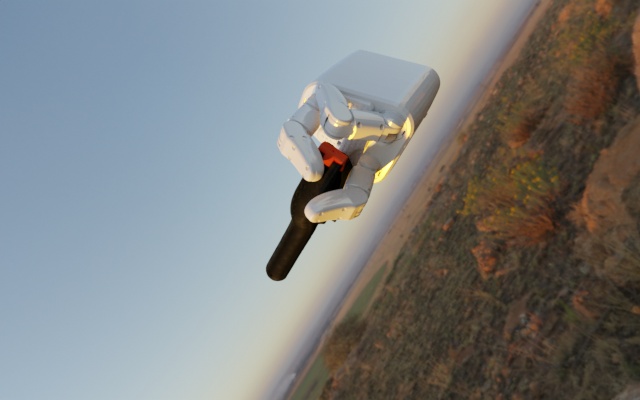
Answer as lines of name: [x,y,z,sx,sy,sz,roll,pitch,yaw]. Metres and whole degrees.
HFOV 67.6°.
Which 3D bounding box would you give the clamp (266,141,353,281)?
clamp: [0.000,0.001,0.489,0.039,0.172,0.120,33,45,6]
